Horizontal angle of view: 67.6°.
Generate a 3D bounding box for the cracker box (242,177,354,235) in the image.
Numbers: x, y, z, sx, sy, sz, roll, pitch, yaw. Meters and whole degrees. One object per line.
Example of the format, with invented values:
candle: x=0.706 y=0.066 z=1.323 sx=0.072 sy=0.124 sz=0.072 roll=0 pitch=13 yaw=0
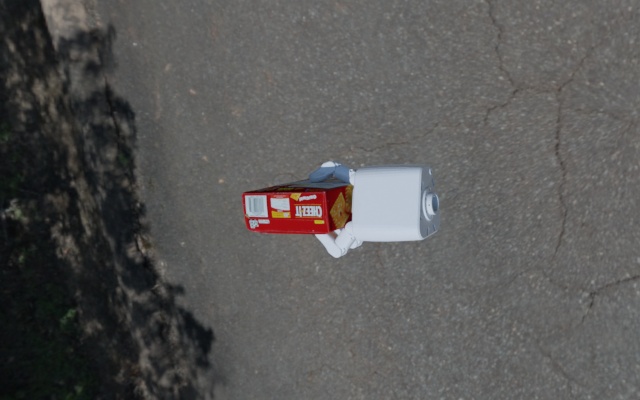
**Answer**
cracker box: x=0.000 y=0.003 z=0.811 sx=0.164 sy=0.072 sz=0.213 roll=-1 pitch=8 yaw=33
